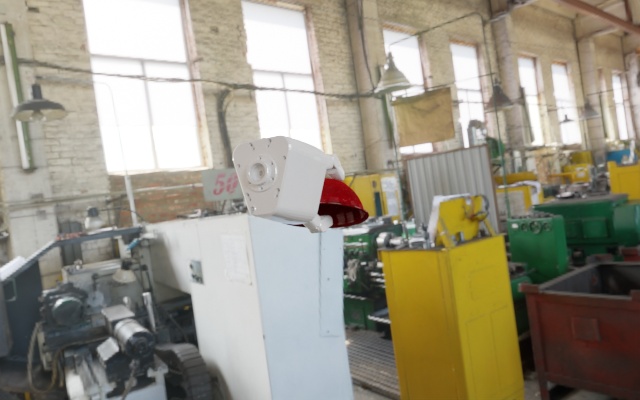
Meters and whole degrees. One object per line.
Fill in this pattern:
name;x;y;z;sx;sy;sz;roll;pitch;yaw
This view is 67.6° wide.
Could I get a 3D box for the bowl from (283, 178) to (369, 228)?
bowl;0.000;0.003;0.802;0.162;0.055;0.162;1;-17;0
